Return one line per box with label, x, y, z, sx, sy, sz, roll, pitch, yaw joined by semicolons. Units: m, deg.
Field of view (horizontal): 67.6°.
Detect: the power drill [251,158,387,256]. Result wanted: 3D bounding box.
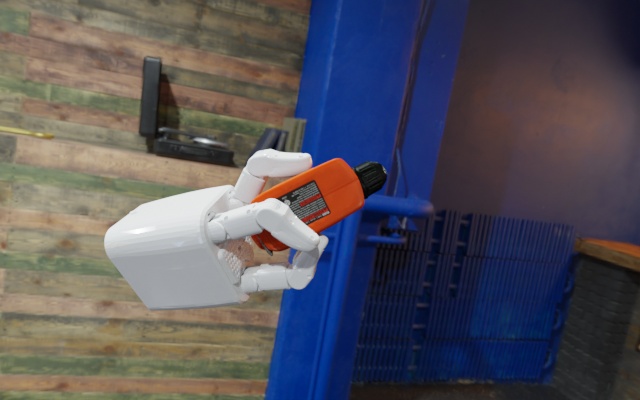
power drill;0.000;0.002;0.522;0.184;0.057;0.187;-29;-3;-2
